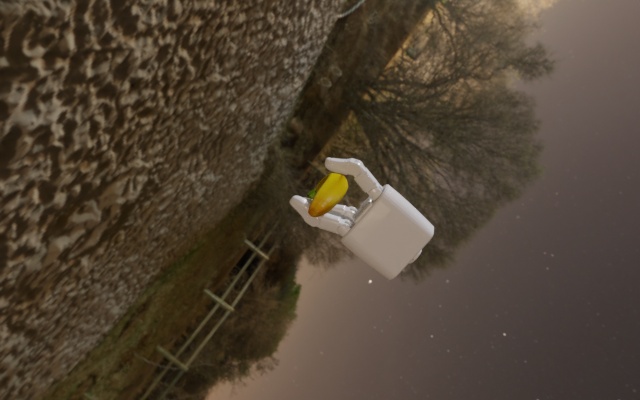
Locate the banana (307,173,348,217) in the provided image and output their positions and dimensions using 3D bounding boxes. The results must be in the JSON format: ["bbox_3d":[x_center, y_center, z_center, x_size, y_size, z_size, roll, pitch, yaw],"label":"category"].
[{"bbox_3d":[0.013,-0.012,0.724,0.037,0.069,0.198,43,4,-5],"label":"banana"}]
